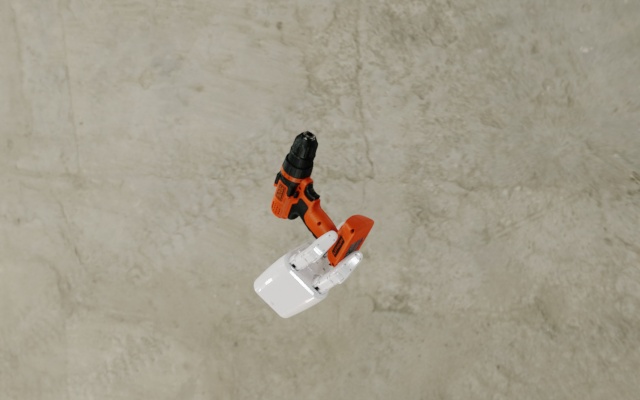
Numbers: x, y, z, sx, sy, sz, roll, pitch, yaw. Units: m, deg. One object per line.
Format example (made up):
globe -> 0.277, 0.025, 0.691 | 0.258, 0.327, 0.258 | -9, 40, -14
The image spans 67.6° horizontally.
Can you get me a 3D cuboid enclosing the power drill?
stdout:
power drill -> 0.000, 0.003, 0.788 | 0.057, 0.185, 0.187 | -24, 59, -38
